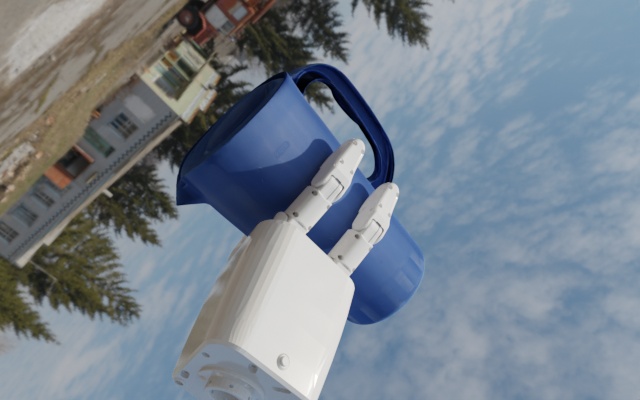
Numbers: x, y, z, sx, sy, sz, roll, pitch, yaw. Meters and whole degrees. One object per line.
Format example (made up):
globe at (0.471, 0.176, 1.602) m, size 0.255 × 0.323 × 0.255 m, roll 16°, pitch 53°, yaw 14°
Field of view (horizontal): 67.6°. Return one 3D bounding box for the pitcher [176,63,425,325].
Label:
pitcher at (0.000, 0.002, 0.460) m, size 0.149 × 0.243 × 0.145 m, roll -25°, pitch 29°, yaw 37°
